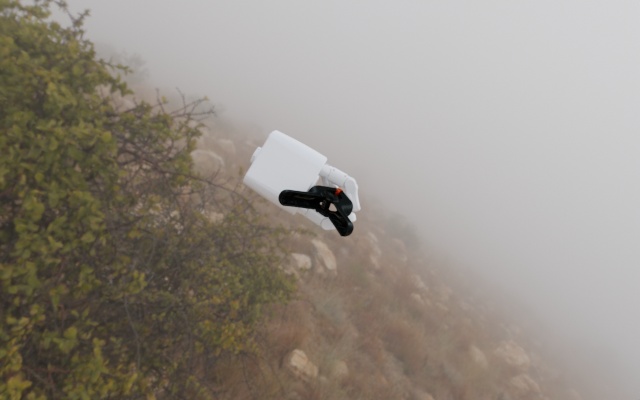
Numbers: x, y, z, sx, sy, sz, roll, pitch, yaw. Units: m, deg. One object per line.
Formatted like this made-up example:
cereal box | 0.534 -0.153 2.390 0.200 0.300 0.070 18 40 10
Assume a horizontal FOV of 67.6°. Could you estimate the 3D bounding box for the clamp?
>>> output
clamp | 0.001 0.002 0.762 0.120 0.039 0.171 31 13 -1
